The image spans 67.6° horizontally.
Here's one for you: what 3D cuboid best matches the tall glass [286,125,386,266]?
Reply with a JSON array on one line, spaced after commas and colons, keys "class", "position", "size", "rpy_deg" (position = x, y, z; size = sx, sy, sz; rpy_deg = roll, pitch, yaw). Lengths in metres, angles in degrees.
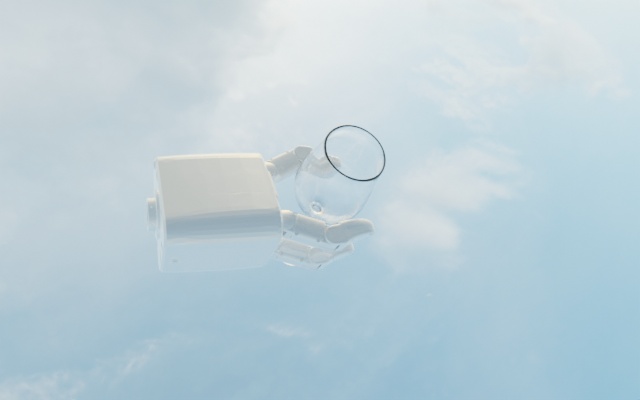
[{"class": "tall glass", "position": [0.000, 0.002, 0.519], "size": [0.079, 0.079, 0.201], "rpy_deg": [0, -28, -22]}]
